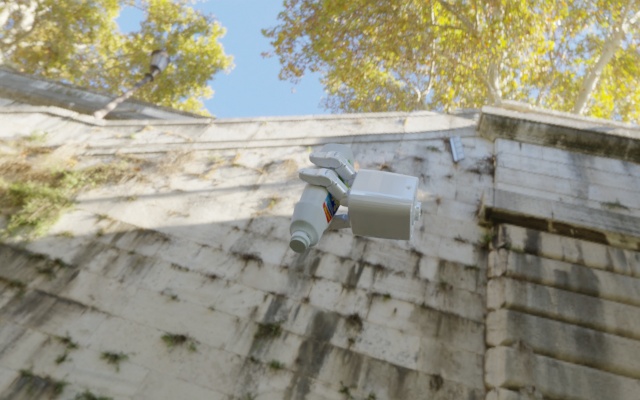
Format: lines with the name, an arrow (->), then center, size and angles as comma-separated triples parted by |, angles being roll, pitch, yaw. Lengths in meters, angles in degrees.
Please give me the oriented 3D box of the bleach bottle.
bleach bottle -> 0.000, 0.003, 0.839 | 0.068, 0.103, 0.250 | 7, 39, 15
